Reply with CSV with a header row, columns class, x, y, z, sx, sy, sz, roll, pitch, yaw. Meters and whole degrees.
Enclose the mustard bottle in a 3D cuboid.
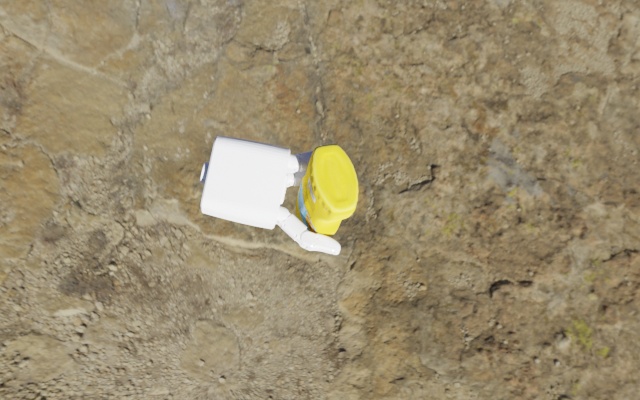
class,x,y,z,sx,sy,sz,roll,pitch,yaw
mustard bottle,0.000,0.002,0.686,0.058,0.096,0.192,-12,-17,-16
